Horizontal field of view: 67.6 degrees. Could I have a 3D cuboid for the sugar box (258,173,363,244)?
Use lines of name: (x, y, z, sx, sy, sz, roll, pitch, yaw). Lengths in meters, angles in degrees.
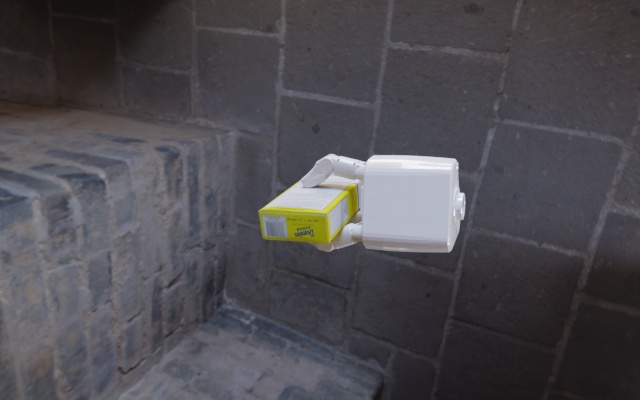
sugar box: (0.000, 0.003, 0.644, 0.093, 0.048, 0.176, 3, 18, 24)
